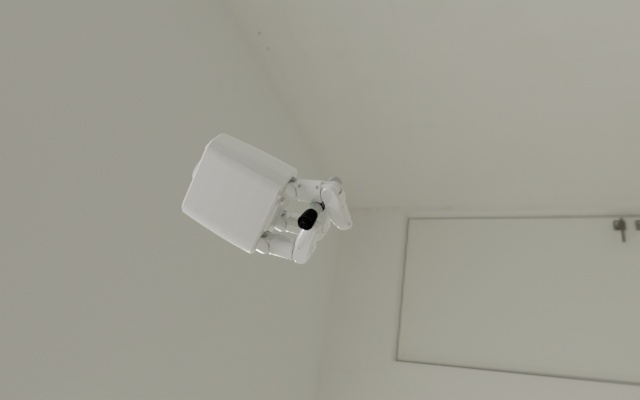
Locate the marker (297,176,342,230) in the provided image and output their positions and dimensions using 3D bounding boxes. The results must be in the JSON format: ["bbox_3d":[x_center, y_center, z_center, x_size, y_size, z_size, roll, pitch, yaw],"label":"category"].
[{"bbox_3d":[0.000,0.002,0.577,0.020,0.020,0.121,0,25,21],"label":"marker"}]
